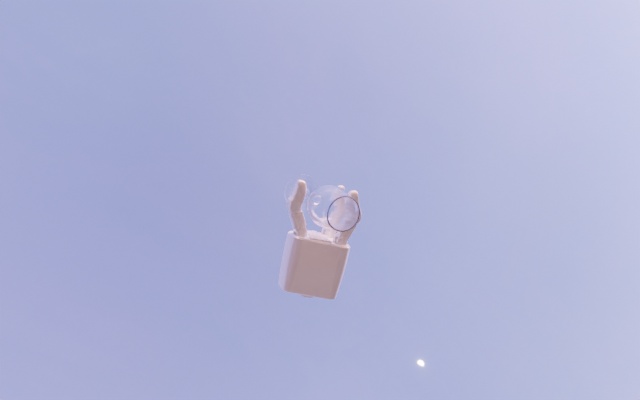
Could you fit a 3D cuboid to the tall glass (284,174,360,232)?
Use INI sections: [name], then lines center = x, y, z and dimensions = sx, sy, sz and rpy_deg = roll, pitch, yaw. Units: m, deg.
[tall glass]
center = 0.000, 0.003, 0.886
dimensions = 0.079, 0.079, 0.201
rpy_deg = 0, 11, -24
